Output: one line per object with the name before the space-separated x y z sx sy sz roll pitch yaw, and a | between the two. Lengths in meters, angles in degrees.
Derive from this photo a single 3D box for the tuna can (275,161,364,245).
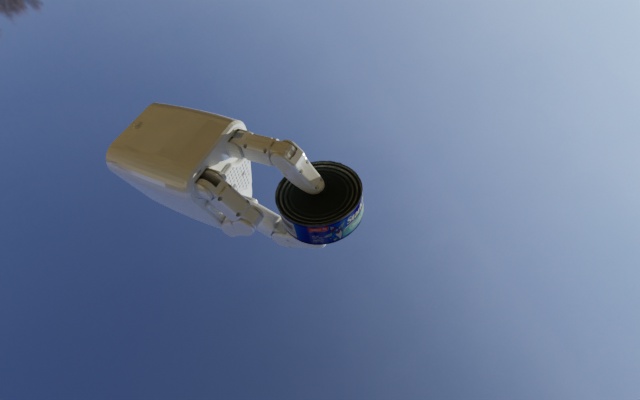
tuna can | 0.000 0.002 0.474 0.086 0.086 0.034 0 -42 10
